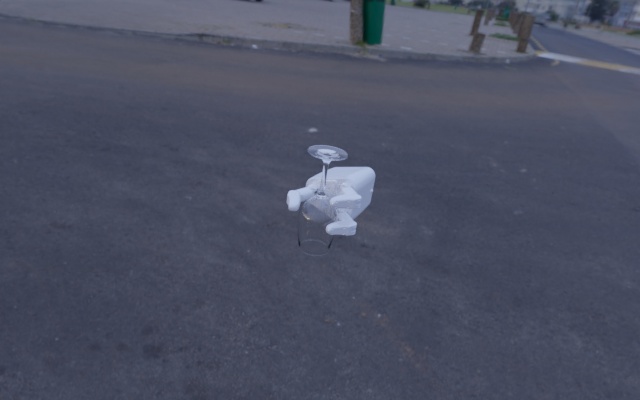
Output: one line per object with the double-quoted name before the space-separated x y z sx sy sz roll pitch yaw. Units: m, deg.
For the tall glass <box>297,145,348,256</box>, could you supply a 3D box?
"tall glass" 0.000 0.002 0.896 0.079 0.201 0.079 7 24 -3
